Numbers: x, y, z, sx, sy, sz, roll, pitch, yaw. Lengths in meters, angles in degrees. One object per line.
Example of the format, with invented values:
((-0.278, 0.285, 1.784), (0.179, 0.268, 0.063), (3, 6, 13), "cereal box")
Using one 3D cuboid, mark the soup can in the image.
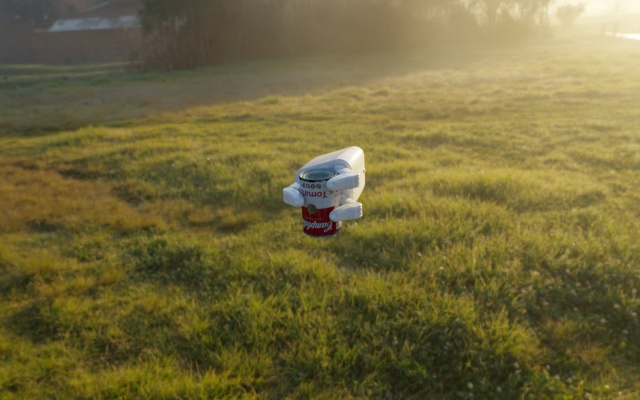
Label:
((0.000, 0.003, 0.815), (0.068, 0.102, 0.068), (-3, 21, 1), "soup can")
